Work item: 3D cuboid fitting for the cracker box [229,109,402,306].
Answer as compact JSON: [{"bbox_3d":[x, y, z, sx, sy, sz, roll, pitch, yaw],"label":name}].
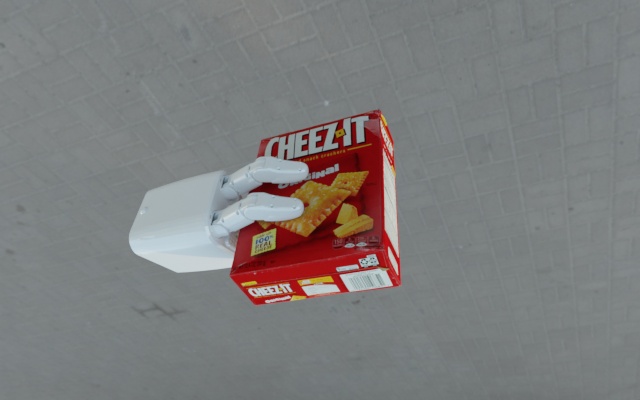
[{"bbox_3d":[0.000,0.002,0.542,0.164,0.213,0.072,-11,-44,17],"label":"cracker box"}]
